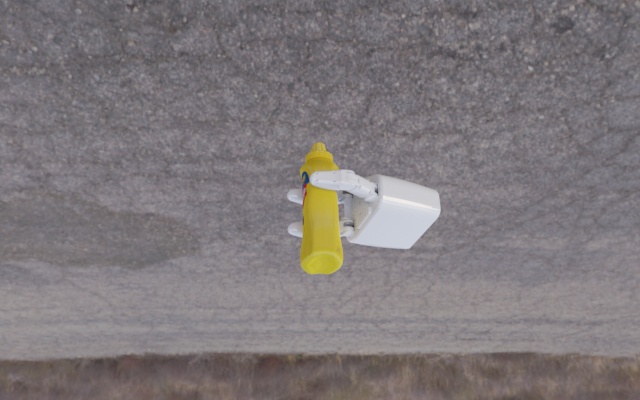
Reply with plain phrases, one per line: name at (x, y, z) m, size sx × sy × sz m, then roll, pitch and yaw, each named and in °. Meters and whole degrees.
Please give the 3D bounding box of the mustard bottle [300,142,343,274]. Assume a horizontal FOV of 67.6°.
mustard bottle at (0.000, 0.002, 0.685) m, size 0.058 × 0.191 × 0.096 m, roll 0°, pitch -25°, yaw -2°
